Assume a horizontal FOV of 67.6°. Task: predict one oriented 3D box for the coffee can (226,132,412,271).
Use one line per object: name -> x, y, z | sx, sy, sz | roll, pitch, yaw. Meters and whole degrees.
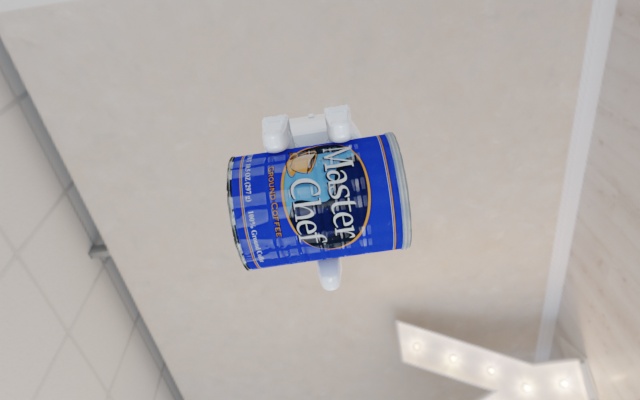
coffee can -> 0.000, 0.001, 0.418 | 0.140, 0.103, 0.103 | -8, 0, 2
